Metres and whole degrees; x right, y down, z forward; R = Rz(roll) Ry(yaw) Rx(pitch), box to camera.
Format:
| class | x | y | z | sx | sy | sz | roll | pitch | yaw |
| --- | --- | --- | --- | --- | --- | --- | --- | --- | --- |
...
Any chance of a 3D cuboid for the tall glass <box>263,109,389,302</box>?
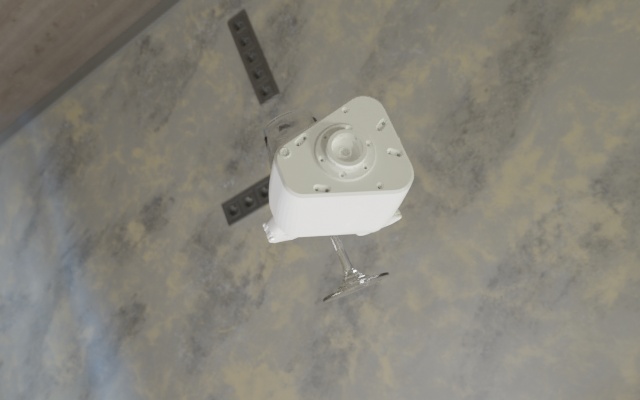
| class | x | y | z | sx | sy | sz | roll | pitch | yaw |
| --- | --- | --- | --- | --- | --- | --- | --- | --- | --- |
| tall glass | 0.000 | 0.002 | 0.517 | 0.079 | 0.201 | 0.079 | -21 | -15 | -6 |
